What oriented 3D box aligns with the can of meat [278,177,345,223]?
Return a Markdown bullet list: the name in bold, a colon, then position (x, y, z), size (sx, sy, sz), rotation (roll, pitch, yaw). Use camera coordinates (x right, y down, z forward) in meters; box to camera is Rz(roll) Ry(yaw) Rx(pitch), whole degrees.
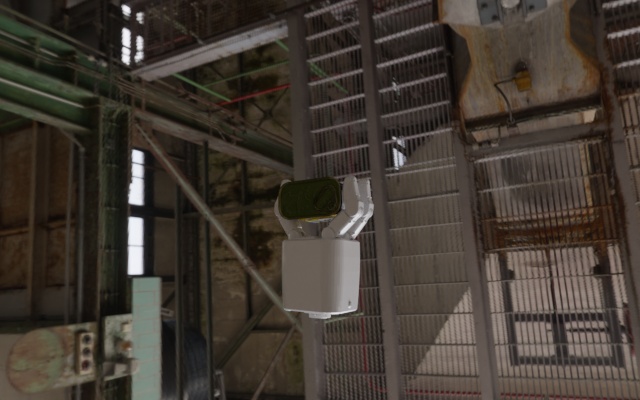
- **can of meat**: position (0.000, 0.002, 0.732), size (0.102, 0.057, 0.084), rotation (-7, -11, 25)
